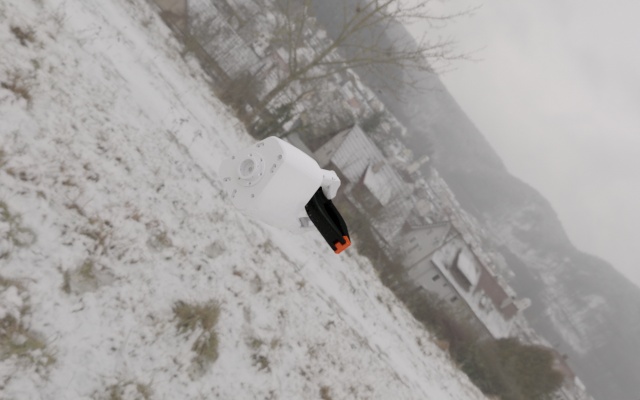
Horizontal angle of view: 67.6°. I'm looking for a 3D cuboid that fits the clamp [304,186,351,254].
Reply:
[{"bbox_3d":[0.001,0.003,0.819,0.036,0.210,0.164,-39,-29,16],"label":"clamp"}]
